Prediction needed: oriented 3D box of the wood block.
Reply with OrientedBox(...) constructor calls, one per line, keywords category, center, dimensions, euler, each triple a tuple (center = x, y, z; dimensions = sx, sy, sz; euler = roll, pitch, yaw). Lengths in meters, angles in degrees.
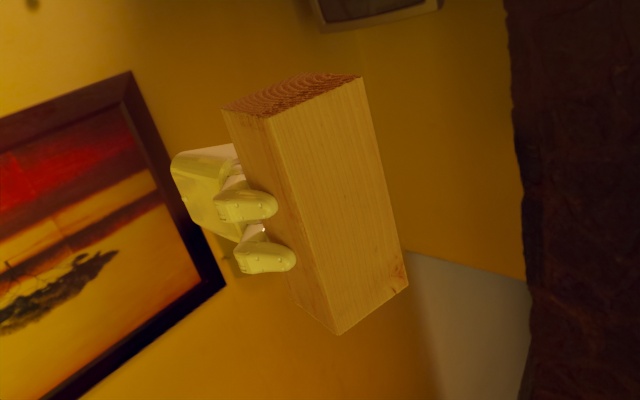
OrientedBox(category="wood block", center=(0.000, 0.001, 0.427), dimensions=(0.091, 0.206, 0.090), euler=(-30, 30, -25))
